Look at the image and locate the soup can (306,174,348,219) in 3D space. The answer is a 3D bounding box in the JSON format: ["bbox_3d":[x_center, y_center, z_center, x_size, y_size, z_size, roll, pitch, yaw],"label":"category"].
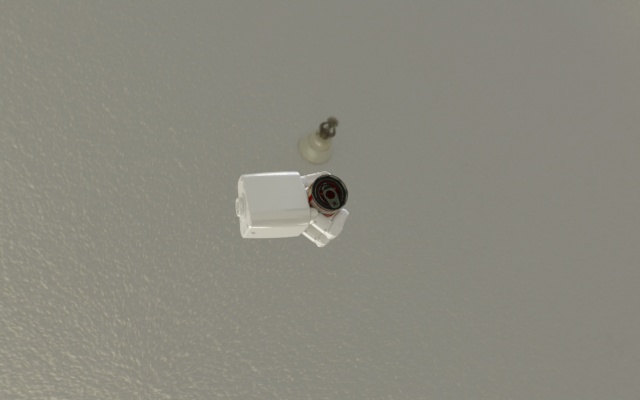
[{"bbox_3d":[0.000,0.003,0.873,0.068,0.068,0.102,0,-20,-21],"label":"soup can"}]
